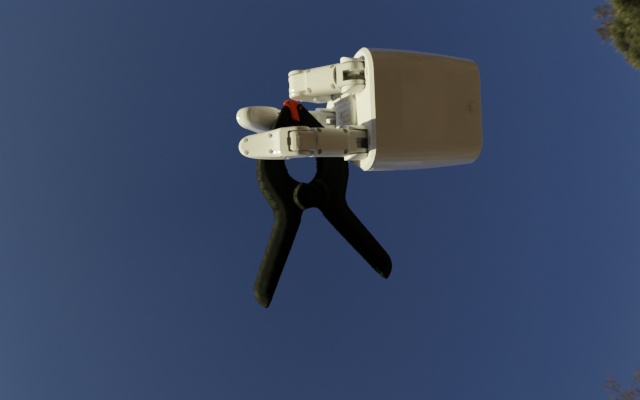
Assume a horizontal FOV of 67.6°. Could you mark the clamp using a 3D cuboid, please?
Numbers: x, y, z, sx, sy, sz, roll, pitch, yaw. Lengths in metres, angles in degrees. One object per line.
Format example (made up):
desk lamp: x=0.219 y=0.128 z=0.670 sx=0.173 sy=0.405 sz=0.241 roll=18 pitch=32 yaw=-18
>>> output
clamp: x=0.000 y=0.001 z=0.409 sx=0.120 sy=0.171 sz=0.039 roll=-2 pitch=0 yaw=-18
